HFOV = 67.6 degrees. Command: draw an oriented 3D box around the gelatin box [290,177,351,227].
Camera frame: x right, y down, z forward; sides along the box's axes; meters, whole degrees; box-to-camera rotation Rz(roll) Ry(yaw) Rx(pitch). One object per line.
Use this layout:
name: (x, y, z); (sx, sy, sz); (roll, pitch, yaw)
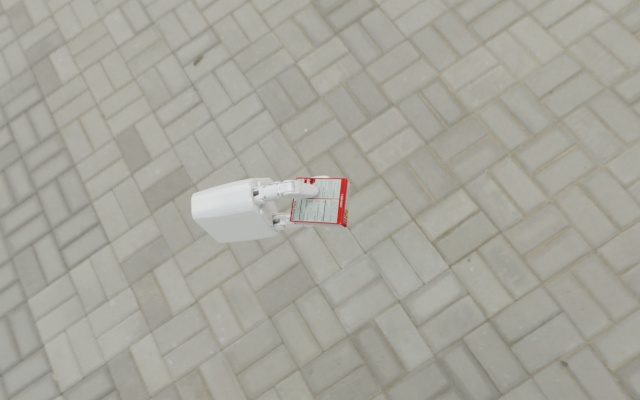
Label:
gelatin box: (0.000, 0.002, 0.747); (0.089, 0.073, 0.030); (2, -13, 23)
